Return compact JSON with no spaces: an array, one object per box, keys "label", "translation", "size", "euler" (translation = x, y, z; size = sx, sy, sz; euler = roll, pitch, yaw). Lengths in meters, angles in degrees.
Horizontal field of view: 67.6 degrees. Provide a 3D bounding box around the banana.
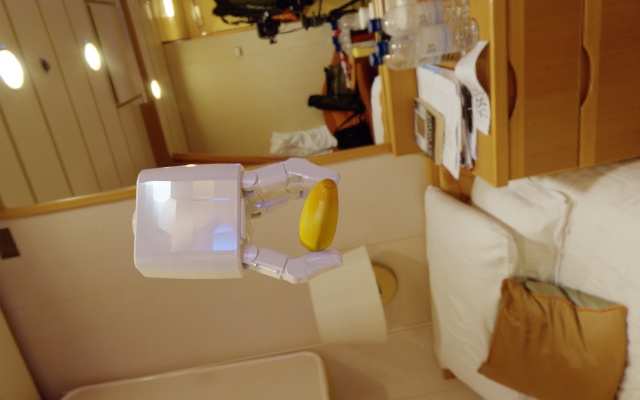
[{"label":"banana","translation":[-0.002,0.020,0.495],"size":[0.037,0.069,0.198],"euler":[7,-3,1]}]
